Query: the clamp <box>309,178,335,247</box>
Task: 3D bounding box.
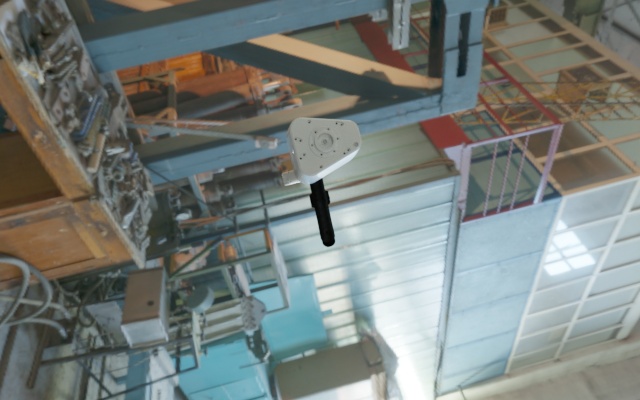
[{"bbox_3d":[0.001,0.003,0.853,0.039,0.171,0.120,-14,-1,-6],"label":"clamp"}]
